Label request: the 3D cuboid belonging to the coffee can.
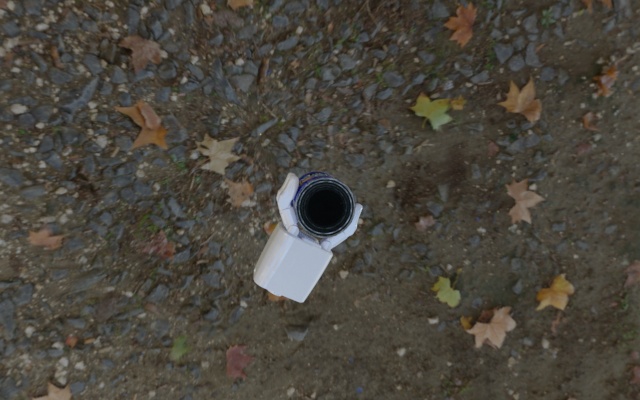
[{"bbox_3d":[0.000,0.003,0.864,0.103,0.103,0.140,0,8,-7],"label":"coffee can"}]
